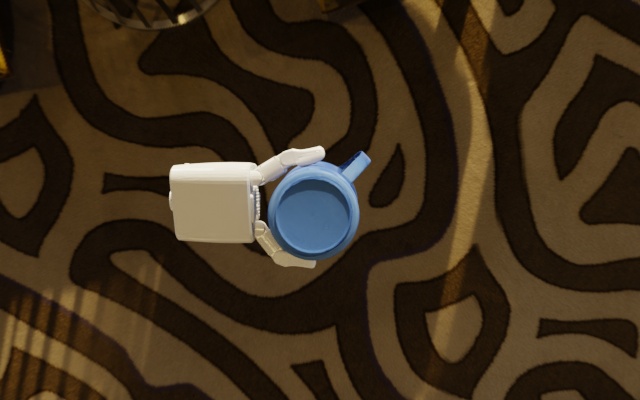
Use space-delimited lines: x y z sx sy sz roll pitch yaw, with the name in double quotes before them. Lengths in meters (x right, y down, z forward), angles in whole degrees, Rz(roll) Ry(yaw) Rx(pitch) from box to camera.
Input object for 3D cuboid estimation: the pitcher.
"pitcher" 0.000 0.002 0.668 0.145 0.149 0.243 1 4 0
